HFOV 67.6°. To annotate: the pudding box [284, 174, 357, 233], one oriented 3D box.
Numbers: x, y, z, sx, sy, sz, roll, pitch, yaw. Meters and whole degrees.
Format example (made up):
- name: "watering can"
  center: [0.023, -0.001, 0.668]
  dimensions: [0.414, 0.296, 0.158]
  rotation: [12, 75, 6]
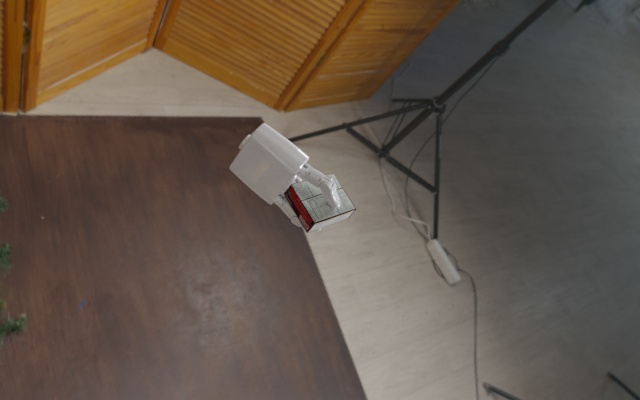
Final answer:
- name: "pudding box"
  center: [0.000, 0.003, 0.899]
  dimensions: [0.113, 0.090, 0.039]
  rotation: [-18, -21, -38]
